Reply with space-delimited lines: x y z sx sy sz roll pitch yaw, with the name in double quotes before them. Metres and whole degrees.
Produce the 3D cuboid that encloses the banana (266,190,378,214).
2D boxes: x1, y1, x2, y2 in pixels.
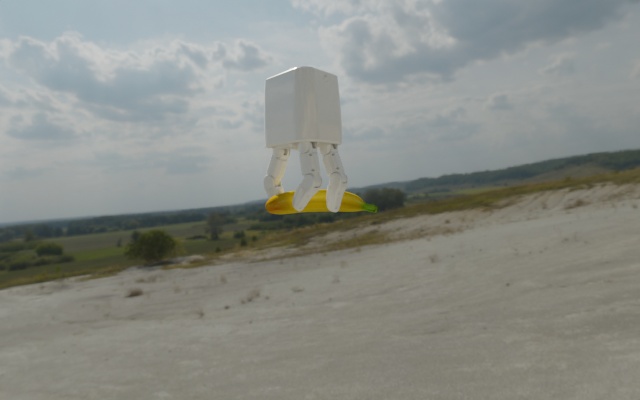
"banana" -0.007 0.002 0.755 0.198 0.037 0.069 -1 3 -31
